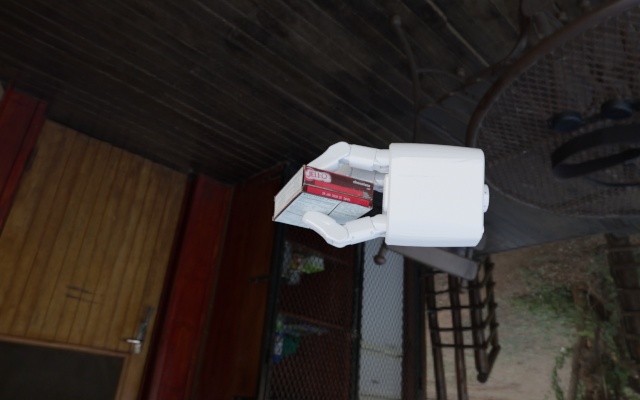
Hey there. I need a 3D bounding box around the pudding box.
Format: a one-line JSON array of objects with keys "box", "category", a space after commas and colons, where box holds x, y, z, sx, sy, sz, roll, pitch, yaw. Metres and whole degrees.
[{"box": [0.000, 0.002, 0.583, 0.090, 0.039, 0.113, 14, -26, -19], "category": "pudding box"}]
